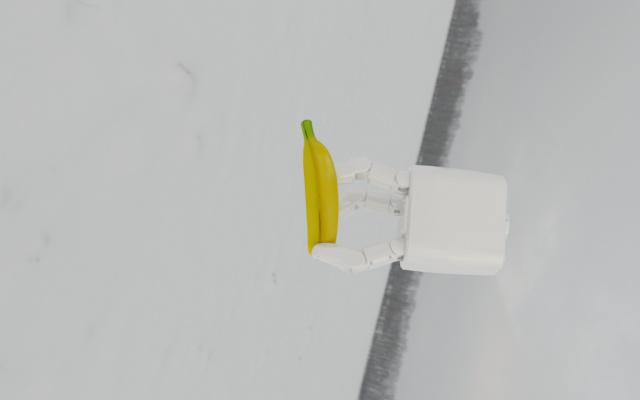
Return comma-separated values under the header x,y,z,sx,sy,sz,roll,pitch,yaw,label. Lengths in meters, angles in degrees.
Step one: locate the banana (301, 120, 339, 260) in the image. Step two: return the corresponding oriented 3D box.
x,y,z,sx,sy,sz,roll,pitch,yaw,label
0.001,0.011,0.541,0.037,0.198,0.069,-3,38,-2,banana
